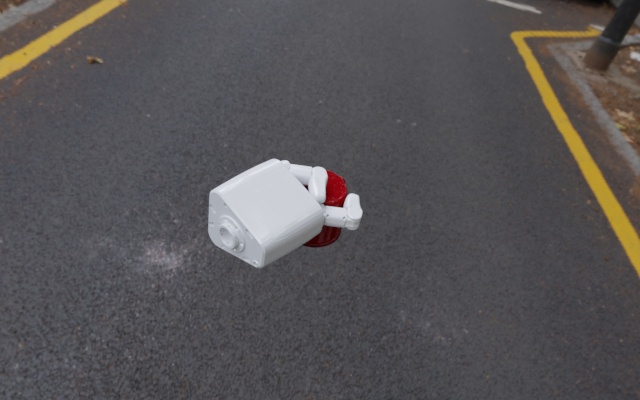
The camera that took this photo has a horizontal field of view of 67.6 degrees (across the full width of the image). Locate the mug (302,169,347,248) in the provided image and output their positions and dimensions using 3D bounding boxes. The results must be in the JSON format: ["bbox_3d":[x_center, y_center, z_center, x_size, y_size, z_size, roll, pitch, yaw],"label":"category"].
[{"bbox_3d":[0.001,0.002,0.701,0.093,0.082,0.117,35,44,24],"label":"mug"}]
